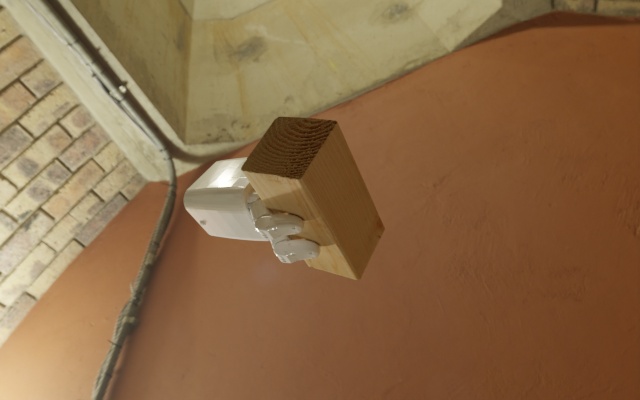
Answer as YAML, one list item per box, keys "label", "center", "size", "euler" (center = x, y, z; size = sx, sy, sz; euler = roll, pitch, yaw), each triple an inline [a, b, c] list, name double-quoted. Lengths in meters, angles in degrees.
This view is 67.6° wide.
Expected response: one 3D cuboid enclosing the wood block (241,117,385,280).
- label: "wood block"
  center: [0.000, 0.002, 0.605]
  size: [0.090, 0.090, 0.206]
  euler: [10, -33, 33]
